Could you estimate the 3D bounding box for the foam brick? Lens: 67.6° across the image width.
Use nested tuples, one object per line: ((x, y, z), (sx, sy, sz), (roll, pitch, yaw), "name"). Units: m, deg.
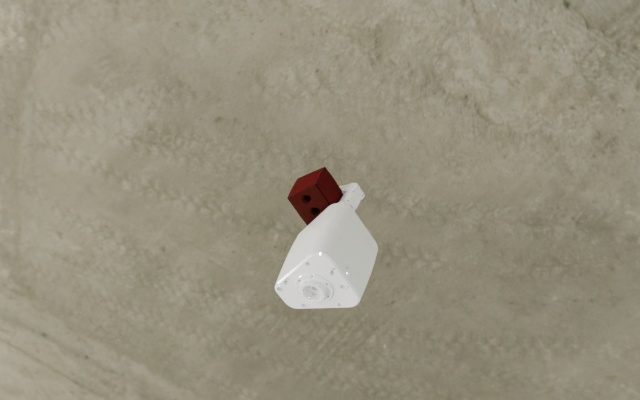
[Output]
((0.000, 0.002, 0.681), (0.053, 0.078, 0.051), (-24, 22, 31), "foam brick")
